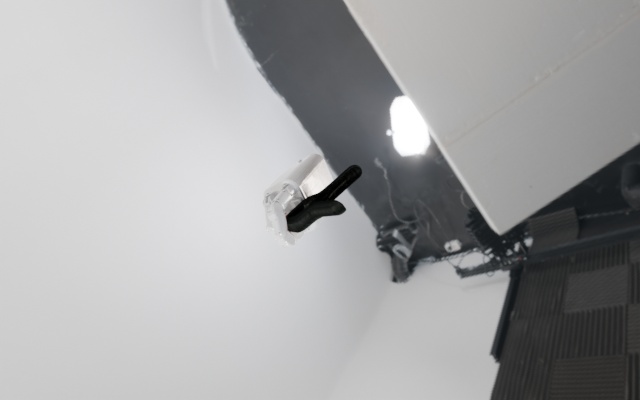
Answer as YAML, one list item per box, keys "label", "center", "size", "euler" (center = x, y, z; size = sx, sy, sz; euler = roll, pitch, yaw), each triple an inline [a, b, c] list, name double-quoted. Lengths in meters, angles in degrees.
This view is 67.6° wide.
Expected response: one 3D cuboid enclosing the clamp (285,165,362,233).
- label: "clamp"
  center: [0.000, 0.003, 0.806]
  size: [0.171, 0.039, 0.120]
  euler: [-24, 19, 44]
